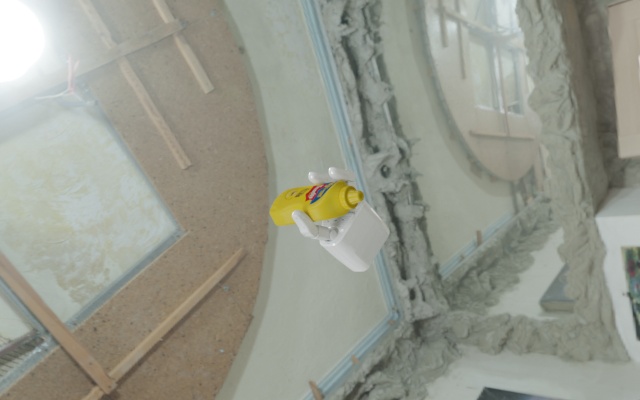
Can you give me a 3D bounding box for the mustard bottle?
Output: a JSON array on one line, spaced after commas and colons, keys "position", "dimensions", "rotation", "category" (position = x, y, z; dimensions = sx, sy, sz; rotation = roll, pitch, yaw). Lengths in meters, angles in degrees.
[{"position": [0.000, 0.003, 0.875], "dimensions": [0.191, 0.058, 0.096], "rotation": [-8, 25, 43], "category": "mustard bottle"}]
